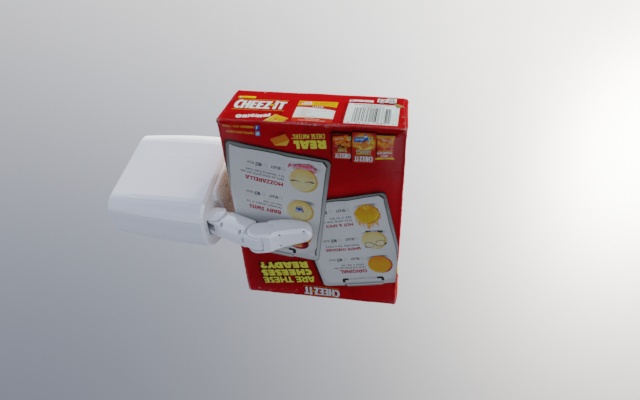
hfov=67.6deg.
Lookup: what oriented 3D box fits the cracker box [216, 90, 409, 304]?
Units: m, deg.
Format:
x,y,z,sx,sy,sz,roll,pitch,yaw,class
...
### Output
x,y,z,sx,sy,sz,roll,pitch,yaw,class
0.000,0.002,0.479,0.164,0.214,0.072,4,38,10,cracker box
